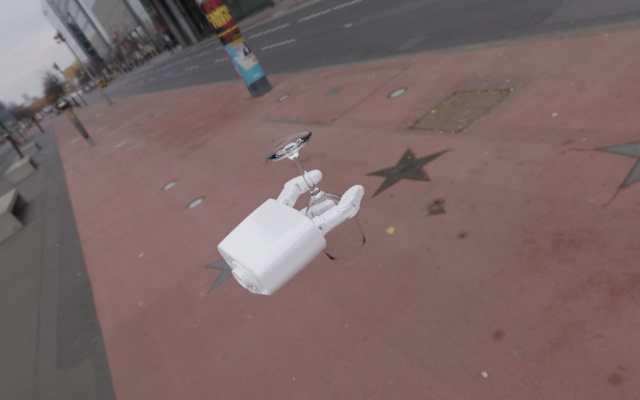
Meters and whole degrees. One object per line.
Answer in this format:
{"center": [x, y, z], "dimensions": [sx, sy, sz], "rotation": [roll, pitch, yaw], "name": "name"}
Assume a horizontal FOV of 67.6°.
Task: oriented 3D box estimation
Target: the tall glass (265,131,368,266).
{"center": [0.000, 0.002, 0.701], "dimensions": [0.079, 0.201, 0.079], "rotation": [-25, 25, 12], "name": "tall glass"}
